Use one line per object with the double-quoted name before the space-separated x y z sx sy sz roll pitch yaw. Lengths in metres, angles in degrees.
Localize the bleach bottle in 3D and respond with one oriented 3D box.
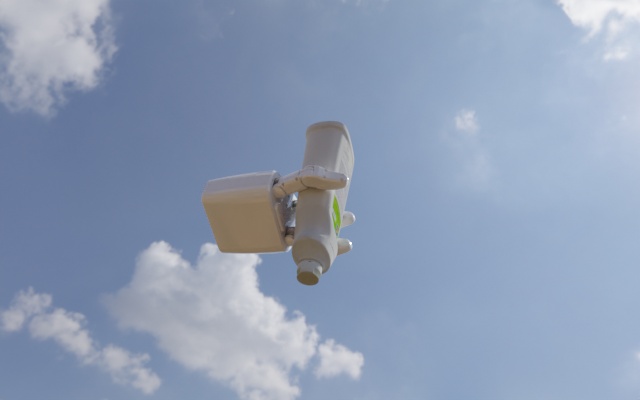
"bleach bottle" 0.000 0.002 0.665 0.068 0.103 0.250 -5 43 16
